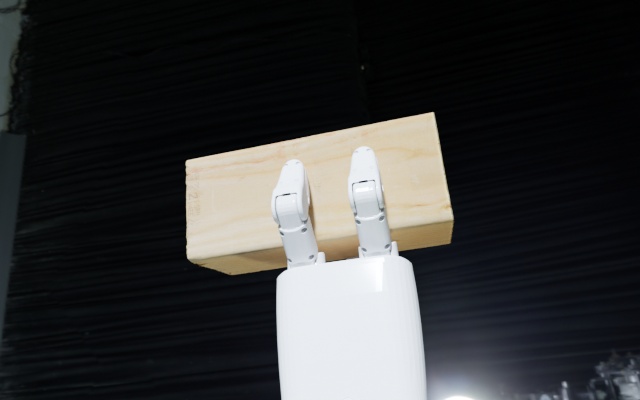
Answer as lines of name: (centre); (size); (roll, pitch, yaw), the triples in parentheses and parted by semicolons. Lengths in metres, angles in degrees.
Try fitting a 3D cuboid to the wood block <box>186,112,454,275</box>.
wood block: (0.000, 0.002, 0.410); (0.206, 0.090, 0.091); (-9, -18, 11)
